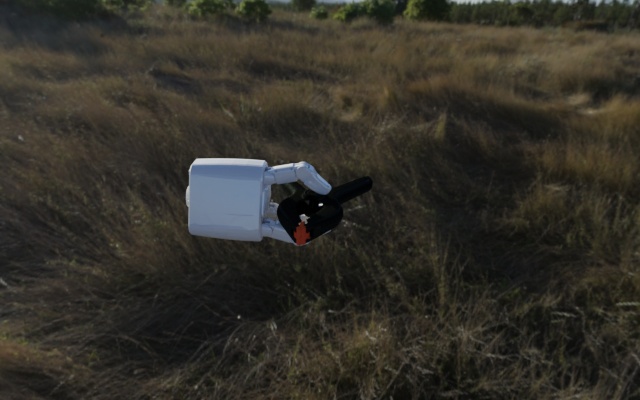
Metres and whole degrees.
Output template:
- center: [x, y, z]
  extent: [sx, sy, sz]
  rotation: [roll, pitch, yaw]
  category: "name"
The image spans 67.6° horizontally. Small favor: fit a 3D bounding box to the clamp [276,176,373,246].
- center: [0.000, 0.002, 0.710]
  extent: [0.164, 0.036, 0.210]
  rotation: [1, 25, 2]
  category: "clamp"
